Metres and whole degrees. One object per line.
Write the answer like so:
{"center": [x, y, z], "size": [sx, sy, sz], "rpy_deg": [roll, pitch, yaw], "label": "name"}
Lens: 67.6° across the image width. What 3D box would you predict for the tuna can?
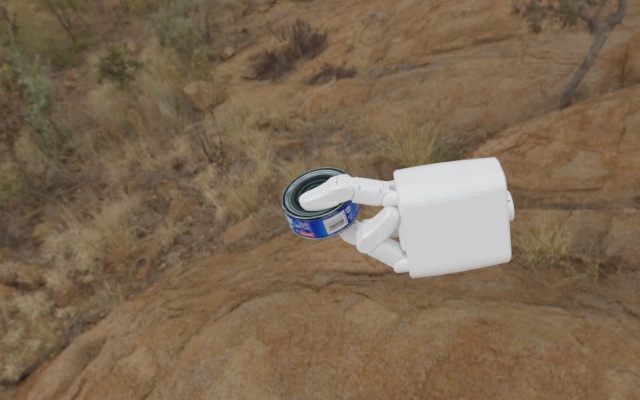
{"center": [0.000, 0.001, 0.538], "size": [0.086, 0.034, 0.086], "rpy_deg": [-12, 41, 11], "label": "tuna can"}
